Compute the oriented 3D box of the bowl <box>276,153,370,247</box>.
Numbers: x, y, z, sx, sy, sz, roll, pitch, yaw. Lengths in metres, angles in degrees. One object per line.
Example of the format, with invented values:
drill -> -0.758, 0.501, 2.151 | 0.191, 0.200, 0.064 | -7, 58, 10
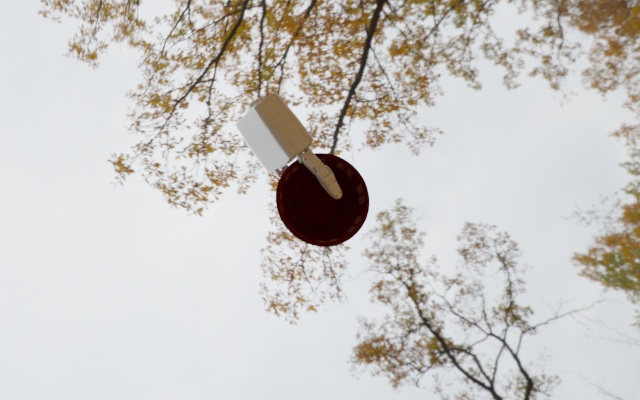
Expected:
bowl -> 0.001, 0.004, 0.824 | 0.162, 0.162, 0.055 | 0, -13, -12
